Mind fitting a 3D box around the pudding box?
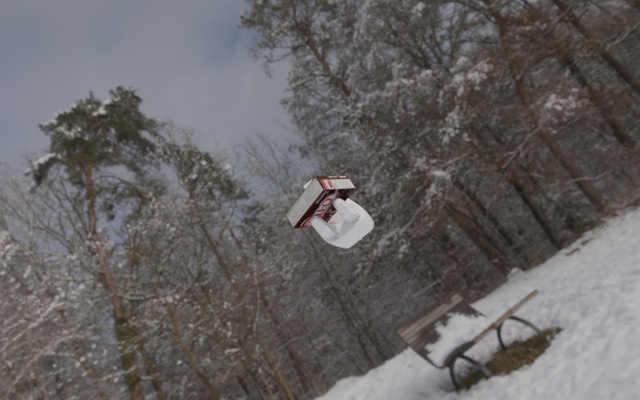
[{"bbox_3d":[0.000,0.003,0.891,0.090,0.039,0.113,-6,-39,-47],"label":"pudding box"}]
